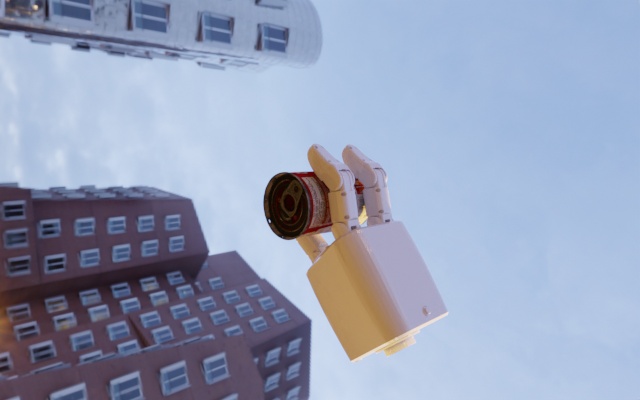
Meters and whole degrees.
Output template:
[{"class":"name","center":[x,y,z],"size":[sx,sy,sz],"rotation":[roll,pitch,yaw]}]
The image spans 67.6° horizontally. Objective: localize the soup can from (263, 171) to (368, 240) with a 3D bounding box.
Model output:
[{"class":"soup can","center":[0.000,0.001,0.507],"size":[0.068,0.068,0.102],"rotation":[0,5,44]}]
